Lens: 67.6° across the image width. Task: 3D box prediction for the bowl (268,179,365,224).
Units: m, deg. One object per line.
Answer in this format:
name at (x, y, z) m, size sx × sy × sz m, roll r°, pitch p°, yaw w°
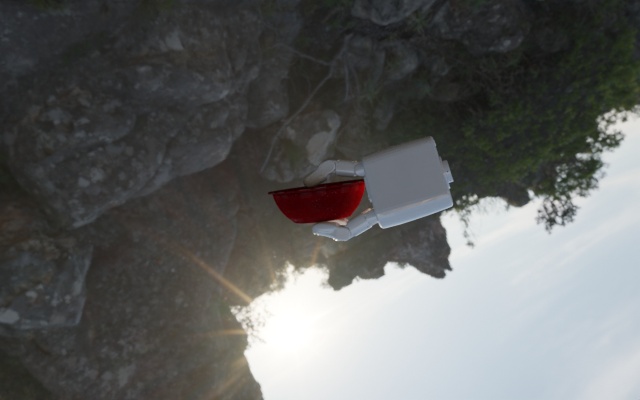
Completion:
bowl at (-0.001, 0.003, 0.756) m, size 0.162 × 0.055 × 0.162 m, roll -7°, pitch 4°, yaw 0°
